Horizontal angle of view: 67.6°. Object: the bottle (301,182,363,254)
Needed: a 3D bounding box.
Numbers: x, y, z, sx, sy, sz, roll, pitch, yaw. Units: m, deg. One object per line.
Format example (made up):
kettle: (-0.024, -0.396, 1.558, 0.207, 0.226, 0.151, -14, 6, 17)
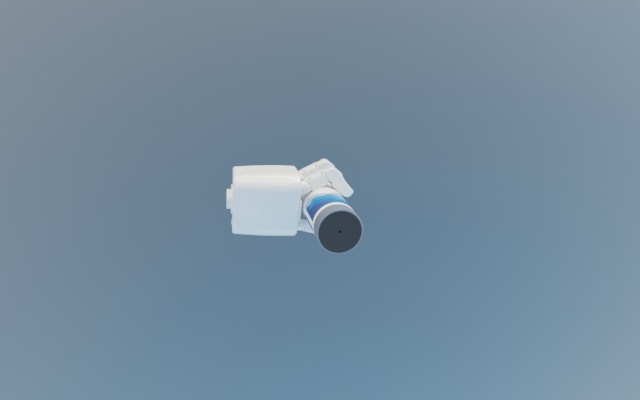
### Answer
bottle: (0.000, 0.003, 0.797, 0.069, 0.069, 0.295, 0, 16, -11)
